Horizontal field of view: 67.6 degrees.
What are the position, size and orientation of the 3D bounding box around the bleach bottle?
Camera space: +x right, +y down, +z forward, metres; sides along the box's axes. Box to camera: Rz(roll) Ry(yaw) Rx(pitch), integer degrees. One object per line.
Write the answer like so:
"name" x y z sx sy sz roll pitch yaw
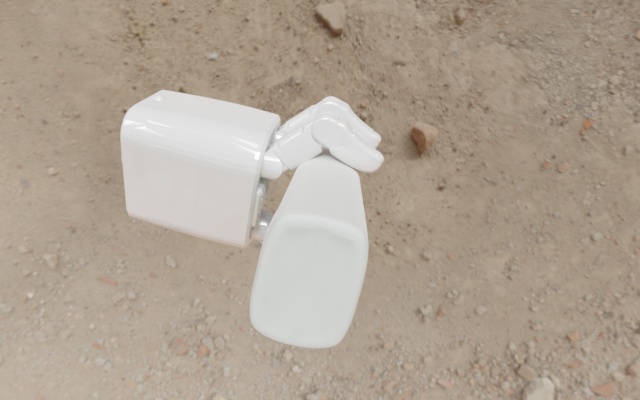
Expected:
"bleach bottle" 0.000 0.001 0.406 0.068 0.103 0.250 13 24 -2
